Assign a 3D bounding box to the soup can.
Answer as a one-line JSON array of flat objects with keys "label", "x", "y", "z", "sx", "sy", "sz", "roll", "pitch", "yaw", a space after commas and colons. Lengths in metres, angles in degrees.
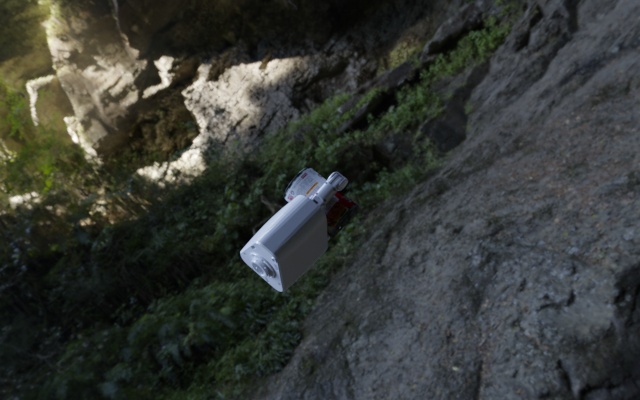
[{"label": "soup can", "x": 0.000, "y": 0.002, "z": 0.766, "sx": 0.102, "sy": 0.068, "sz": 0.068, "roll": 39, "pitch": 8, "yaw": 11}]
